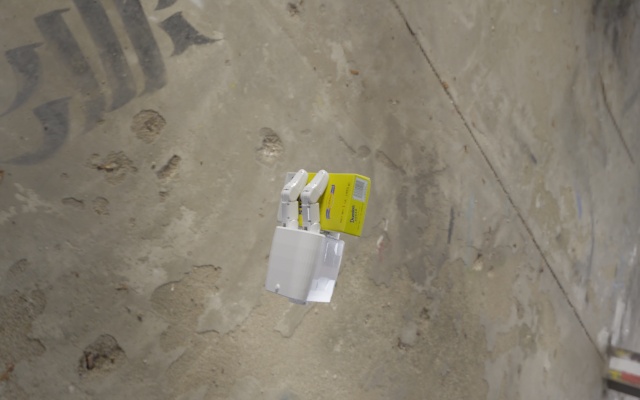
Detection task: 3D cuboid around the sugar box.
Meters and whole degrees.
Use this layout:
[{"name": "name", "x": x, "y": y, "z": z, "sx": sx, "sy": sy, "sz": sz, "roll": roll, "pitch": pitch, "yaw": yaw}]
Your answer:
[{"name": "sugar box", "x": 0.000, "y": 0.003, "z": 0.786, "sx": 0.048, "sy": 0.093, "sz": 0.176, "roll": 18, "pitch": -9, "yaw": -42}]
